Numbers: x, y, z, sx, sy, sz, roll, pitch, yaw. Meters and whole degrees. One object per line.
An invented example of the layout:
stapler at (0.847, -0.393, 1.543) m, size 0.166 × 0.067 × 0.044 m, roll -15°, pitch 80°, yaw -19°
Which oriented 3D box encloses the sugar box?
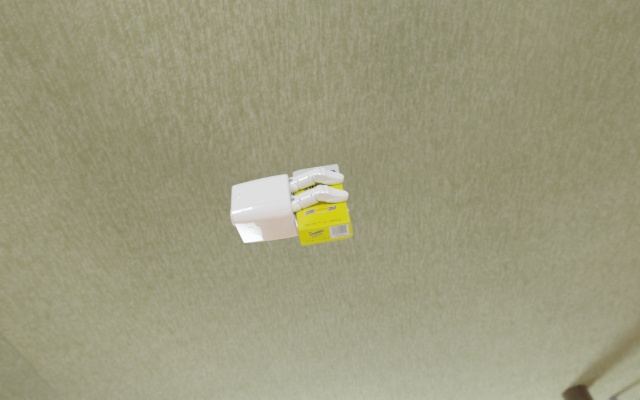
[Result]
sugar box at (0.000, 0.003, 0.880) m, size 0.093 × 0.048 × 0.176 m, roll -9°, pitch 41°, yaw -1°
